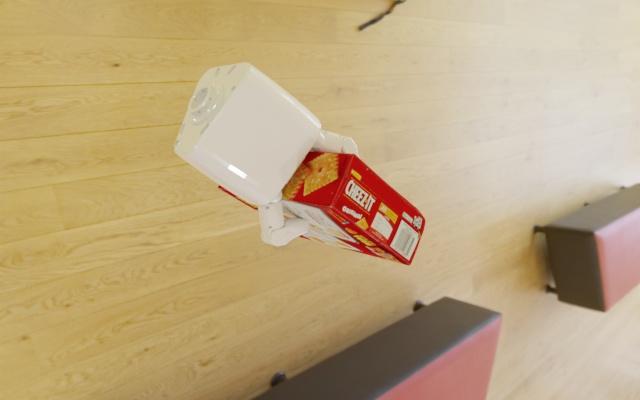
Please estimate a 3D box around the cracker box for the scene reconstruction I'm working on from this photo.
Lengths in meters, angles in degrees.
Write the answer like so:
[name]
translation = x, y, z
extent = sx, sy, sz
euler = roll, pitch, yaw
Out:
[cracker box]
translation = 0.000, 0.002, 0.601
extent = 0.213, 0.072, 0.164
euler = 10, -19, 47
